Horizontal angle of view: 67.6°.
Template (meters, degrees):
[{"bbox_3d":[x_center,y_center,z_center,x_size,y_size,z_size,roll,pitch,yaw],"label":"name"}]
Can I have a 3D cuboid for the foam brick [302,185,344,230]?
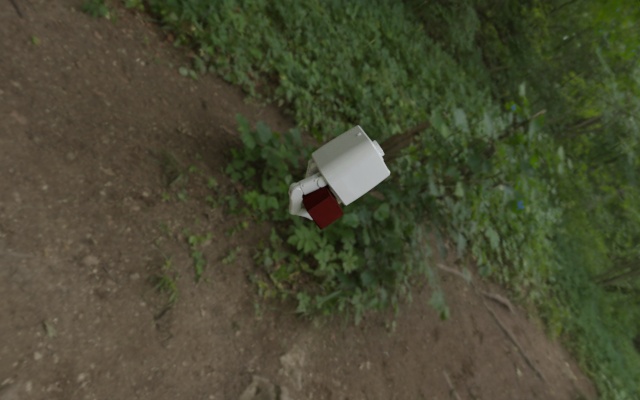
[{"bbox_3d":[0.000,0.003,0.870,0.051,0.053,0.078,-33,35,5],"label":"foam brick"}]
